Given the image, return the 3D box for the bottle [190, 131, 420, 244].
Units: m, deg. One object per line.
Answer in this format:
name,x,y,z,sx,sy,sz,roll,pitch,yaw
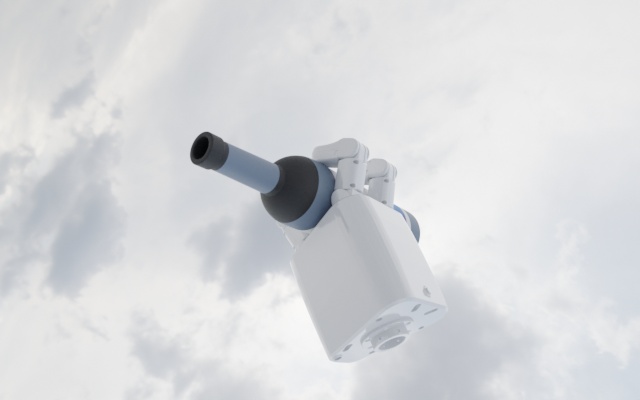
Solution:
bottle,0.000,0.002,0.470,0.069,0.069,0.296,0,-16,40
